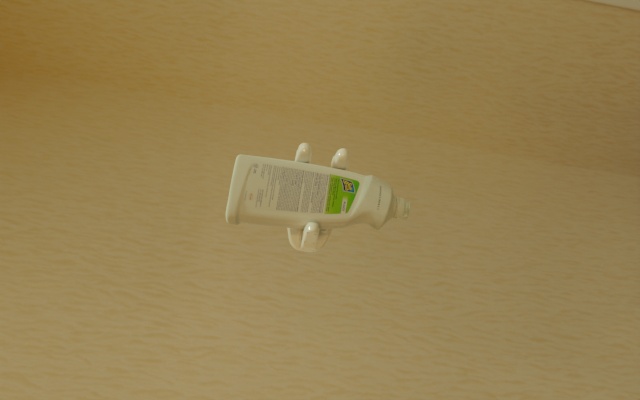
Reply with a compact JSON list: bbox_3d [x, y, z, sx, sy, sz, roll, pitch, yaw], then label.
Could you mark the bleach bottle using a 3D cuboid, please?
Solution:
[{"bbox_3d":[0.000,0.002,0.679,0.251,0.102,0.068,9,-9,-3],"label":"bleach bottle"}]
